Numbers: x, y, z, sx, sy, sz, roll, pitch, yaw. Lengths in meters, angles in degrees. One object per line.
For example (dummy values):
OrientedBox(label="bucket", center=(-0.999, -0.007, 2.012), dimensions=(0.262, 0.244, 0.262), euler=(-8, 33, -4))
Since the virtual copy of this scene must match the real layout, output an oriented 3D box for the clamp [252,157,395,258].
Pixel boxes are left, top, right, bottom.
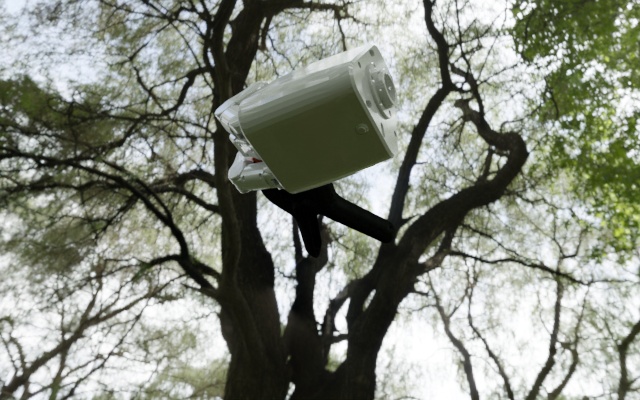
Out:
OrientedBox(label="clamp", center=(0.000, 0.001, 0.507), dimensions=(0.120, 0.039, 0.171), euler=(-14, -47, 28))
